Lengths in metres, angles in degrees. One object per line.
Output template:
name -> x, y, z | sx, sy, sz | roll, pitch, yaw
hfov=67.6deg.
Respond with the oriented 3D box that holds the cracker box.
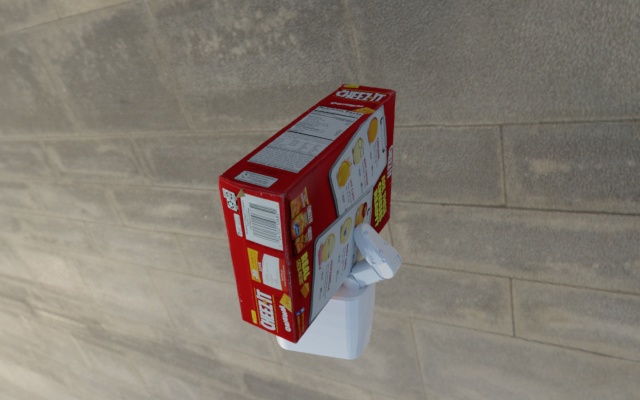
cracker box -> 0.000, 0.002, 0.466 | 0.072, 0.164, 0.213 | 16, 39, 25
